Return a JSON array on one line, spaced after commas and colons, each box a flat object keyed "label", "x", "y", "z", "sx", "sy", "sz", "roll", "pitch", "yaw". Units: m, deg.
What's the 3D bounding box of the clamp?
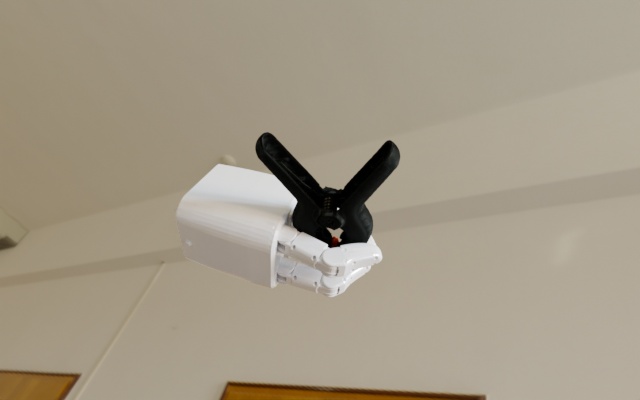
[{"label": "clamp", "x": 0.000, "y": 0.001, "z": 0.446, "sx": 0.120, "sy": 0.039, "sz": 0.172, "roll": 15, "pitch": -42, "yaw": 7}]
